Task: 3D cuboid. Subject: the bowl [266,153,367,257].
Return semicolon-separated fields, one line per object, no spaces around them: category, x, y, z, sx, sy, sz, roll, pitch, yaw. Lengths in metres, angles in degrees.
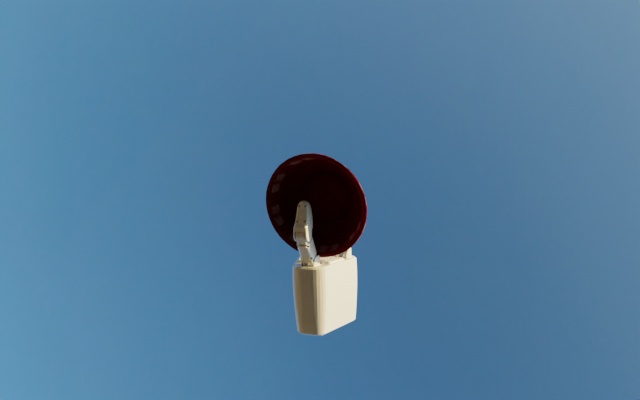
bowl;0.000;0.001;0.728;0.162;0.162;0.055;0;17;22
